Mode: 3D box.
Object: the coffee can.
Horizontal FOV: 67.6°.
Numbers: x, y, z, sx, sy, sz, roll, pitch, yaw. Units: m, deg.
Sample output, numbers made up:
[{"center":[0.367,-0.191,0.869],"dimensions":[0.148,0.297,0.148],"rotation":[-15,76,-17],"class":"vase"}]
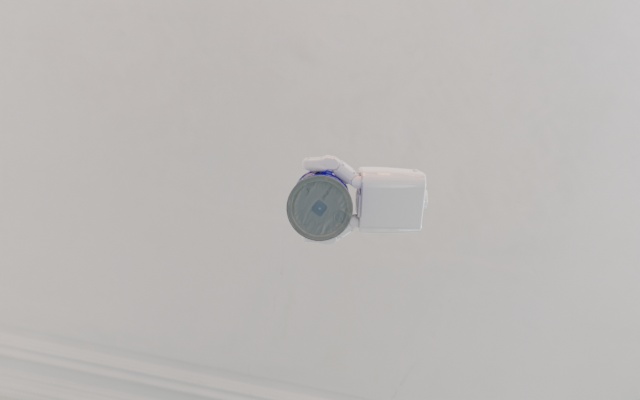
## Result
[{"center":[0.000,0.003,0.799],"dimensions":[0.103,0.103,0.140],"rotation":[0,8,1],"class":"coffee can"}]
